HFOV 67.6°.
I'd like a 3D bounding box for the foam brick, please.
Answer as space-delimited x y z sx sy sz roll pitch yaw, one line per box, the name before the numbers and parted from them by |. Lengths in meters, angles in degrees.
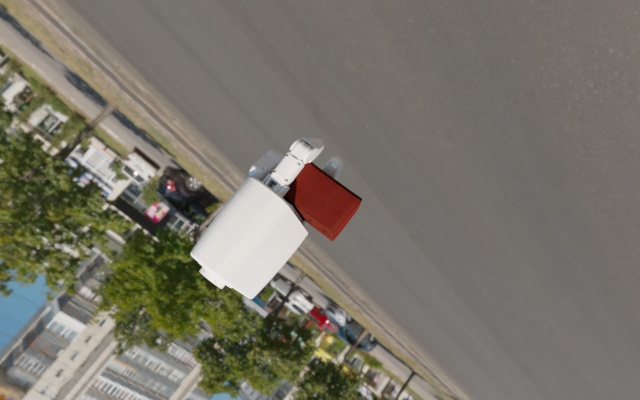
foam brick | 0.000 0.002 0.548 0.078 0.051 0.053 36 -13 10
